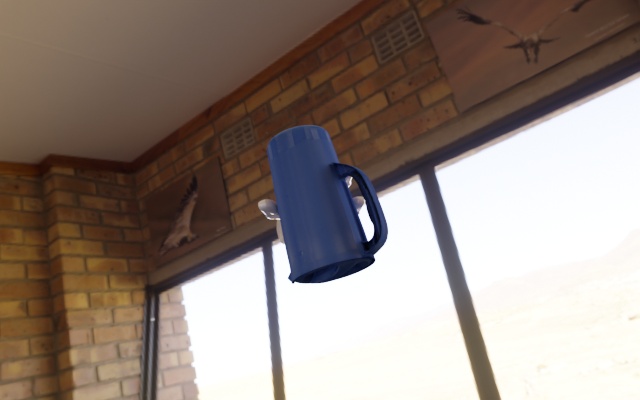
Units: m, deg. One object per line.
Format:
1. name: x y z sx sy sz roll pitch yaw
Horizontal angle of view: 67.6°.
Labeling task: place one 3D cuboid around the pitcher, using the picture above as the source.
1. pitcher: 0.000 0.003 0.758 0.149 0.242 0.145 -11 -19 -12
